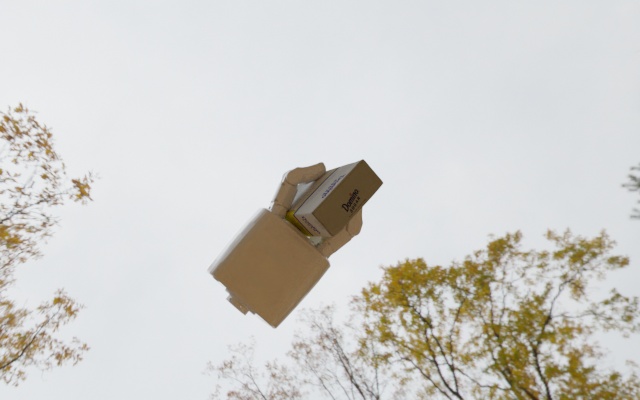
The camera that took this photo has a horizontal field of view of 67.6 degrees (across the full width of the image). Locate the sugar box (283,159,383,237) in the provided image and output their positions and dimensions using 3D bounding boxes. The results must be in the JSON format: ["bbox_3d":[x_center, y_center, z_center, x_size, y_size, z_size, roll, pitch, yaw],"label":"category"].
[{"bbox_3d":[0.000,0.003,0.615,0.093,0.048,0.176,-46,16,-17],"label":"sugar box"}]
